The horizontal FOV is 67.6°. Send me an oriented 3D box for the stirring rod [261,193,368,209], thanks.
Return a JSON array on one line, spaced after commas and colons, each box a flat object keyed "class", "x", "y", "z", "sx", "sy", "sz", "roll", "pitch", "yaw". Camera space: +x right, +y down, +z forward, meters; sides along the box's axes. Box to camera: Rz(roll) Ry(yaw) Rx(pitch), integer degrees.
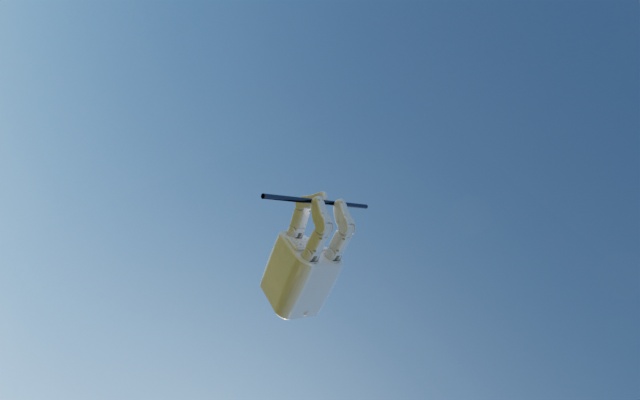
[{"class": "stirring rod", "x": 0.000, "y": 0.002, "z": 0.749, "sx": 0.011, "sy": 0.011, "sz": 0.239, "roll": 0, "pitch": -4, "yaw": 42}]
